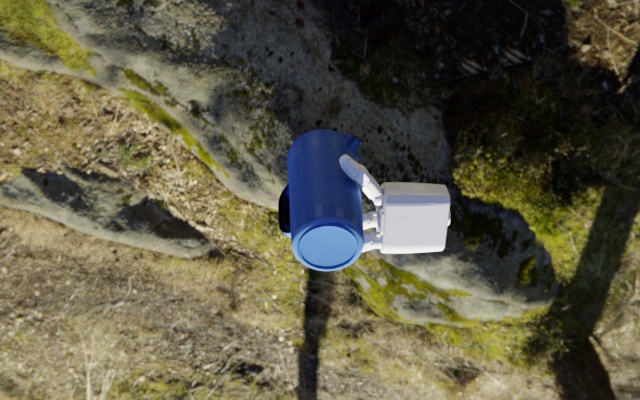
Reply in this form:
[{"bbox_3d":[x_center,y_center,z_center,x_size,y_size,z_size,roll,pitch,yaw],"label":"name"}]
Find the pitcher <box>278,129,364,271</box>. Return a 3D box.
[{"bbox_3d":[0.000,0.003,0.794,0.145,0.149,0.242,3,37,-3],"label":"pitcher"}]
